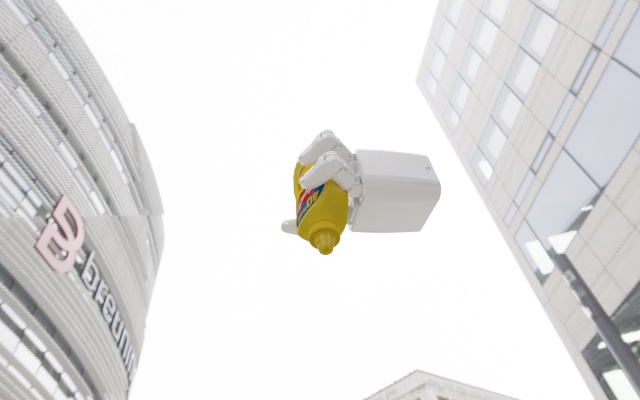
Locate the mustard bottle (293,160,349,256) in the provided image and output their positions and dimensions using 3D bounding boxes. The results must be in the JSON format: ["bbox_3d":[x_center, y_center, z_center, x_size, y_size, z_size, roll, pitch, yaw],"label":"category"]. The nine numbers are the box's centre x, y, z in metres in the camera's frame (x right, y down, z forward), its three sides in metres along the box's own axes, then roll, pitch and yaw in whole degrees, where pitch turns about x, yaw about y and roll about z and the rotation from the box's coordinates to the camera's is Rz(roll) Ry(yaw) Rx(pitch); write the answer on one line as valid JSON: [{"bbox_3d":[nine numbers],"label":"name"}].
[{"bbox_3d":[0.000,0.002,0.649,0.058,0.096,0.191,23,33,-22],"label":"mustard bottle"}]
